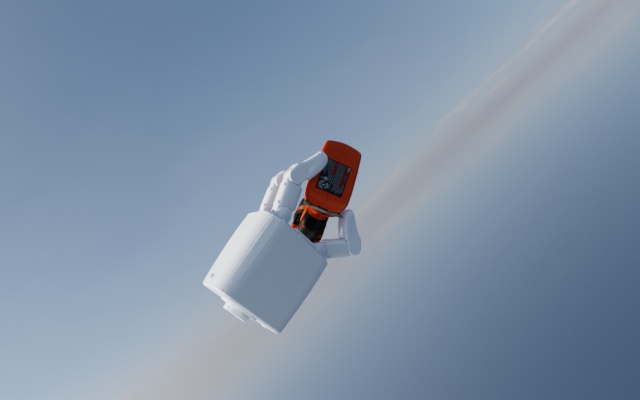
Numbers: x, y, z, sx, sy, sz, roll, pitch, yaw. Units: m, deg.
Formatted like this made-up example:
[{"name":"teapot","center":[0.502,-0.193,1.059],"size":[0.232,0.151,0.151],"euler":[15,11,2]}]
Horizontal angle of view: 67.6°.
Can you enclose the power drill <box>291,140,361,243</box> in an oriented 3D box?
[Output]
[{"name":"power drill","center":[0.000,0.002,0.677],"size":[0.057,0.184,0.188],"euler":[20,-36,-3]}]
